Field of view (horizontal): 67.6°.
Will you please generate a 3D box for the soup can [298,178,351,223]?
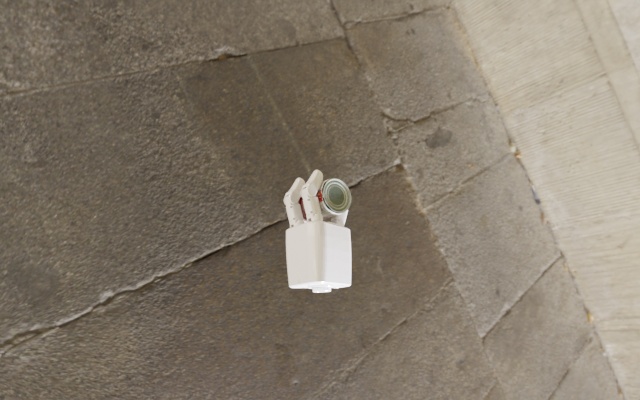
[{"bbox_3d":[0.000,0.002,0.891,0.068,0.068,0.102,0,-14,-38],"label":"soup can"}]
